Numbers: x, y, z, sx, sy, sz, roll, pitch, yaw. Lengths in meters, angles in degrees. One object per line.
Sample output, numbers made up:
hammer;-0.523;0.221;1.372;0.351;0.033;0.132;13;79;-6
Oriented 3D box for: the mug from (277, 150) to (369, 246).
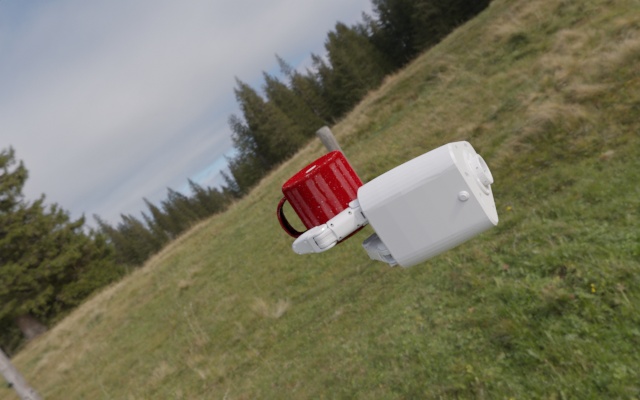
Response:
mug;-0.001;0.002;0.551;0.117;0.081;0.093;-29;11;26
